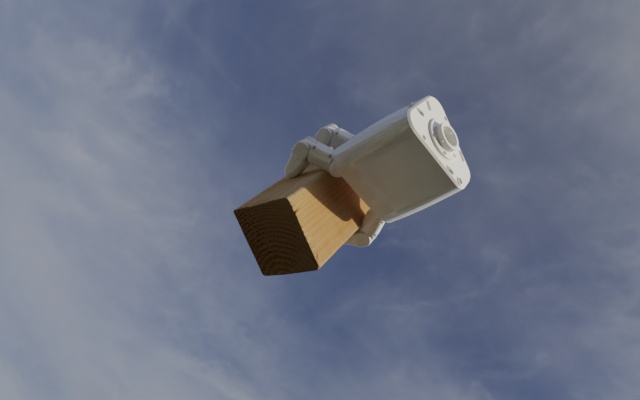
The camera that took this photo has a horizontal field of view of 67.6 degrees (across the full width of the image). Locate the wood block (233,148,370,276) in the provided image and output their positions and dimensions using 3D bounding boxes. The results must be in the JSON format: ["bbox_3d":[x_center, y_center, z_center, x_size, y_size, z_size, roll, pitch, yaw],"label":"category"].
[{"bbox_3d":[0.001,0.002,0.610,0.090,0.091,0.206,-13,16,37],"label":"wood block"}]
